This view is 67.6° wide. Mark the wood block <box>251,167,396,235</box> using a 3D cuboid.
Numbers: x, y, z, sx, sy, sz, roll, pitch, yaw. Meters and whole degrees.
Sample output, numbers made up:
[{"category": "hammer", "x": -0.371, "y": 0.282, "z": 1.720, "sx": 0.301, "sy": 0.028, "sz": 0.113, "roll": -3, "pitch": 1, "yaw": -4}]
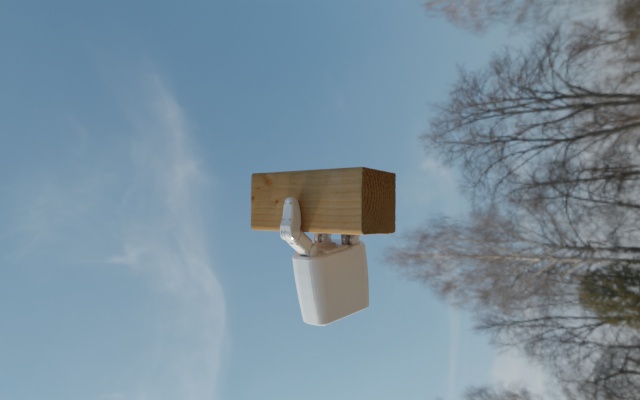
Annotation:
[{"category": "wood block", "x": 0.000, "y": 0.003, "z": 0.713, "sx": 0.206, "sy": 0.090, "sz": 0.091, "roll": -1, "pitch": -2, "yaw": 37}]
